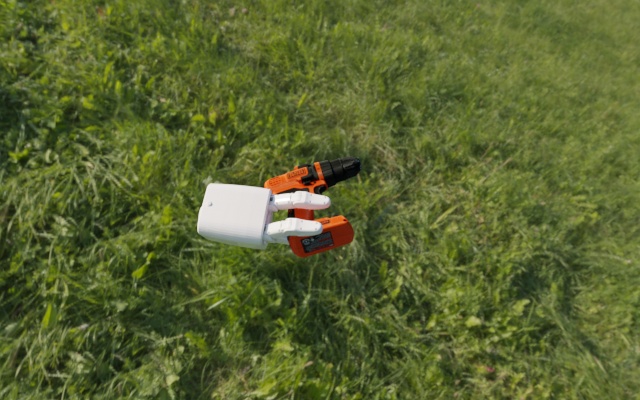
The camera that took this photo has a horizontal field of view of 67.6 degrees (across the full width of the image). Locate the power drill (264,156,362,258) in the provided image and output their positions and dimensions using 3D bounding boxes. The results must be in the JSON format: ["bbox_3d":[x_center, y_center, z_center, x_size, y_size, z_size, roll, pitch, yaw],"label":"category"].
[{"bbox_3d":[0.000,0.003,0.834,0.184,0.057,0.187,-19,40,1],"label":"power drill"}]
